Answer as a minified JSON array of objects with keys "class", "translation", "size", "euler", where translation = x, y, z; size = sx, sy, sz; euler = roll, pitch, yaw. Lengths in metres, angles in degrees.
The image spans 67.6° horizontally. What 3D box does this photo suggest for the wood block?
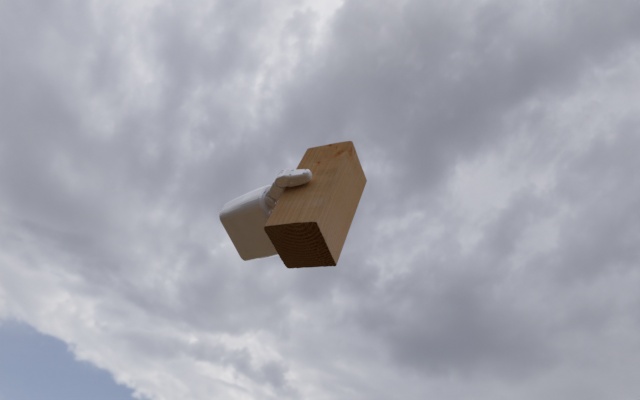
[{"class":"wood block","translation":[0.000,0.002,0.769],"size":[0.090,0.091,0.206],"euler":[-7,37,26]}]
